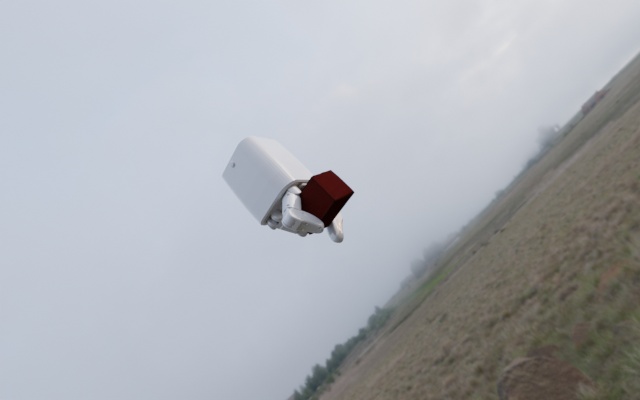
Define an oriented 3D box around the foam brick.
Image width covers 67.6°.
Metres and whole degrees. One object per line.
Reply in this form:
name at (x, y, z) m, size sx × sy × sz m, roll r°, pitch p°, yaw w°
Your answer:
foam brick at (0.000, 0.002, 0.698) m, size 0.053 × 0.051 × 0.078 m, roll -21°, pitch -27°, yaw -52°
